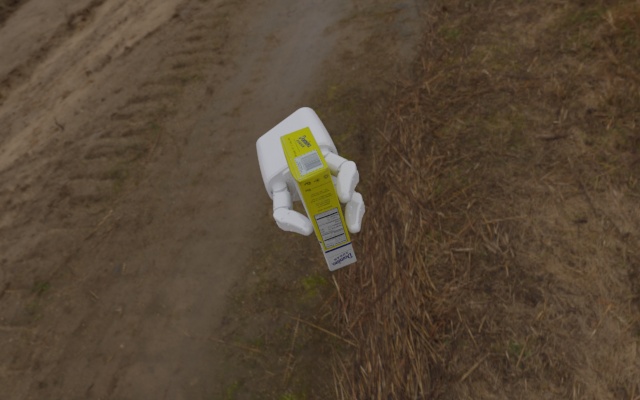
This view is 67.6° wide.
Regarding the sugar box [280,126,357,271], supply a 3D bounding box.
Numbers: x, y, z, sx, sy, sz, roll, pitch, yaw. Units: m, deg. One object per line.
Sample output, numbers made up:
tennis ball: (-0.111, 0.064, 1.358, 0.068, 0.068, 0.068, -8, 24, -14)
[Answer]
sugar box: (0.001, 0.002, 0.623, 0.048, 0.176, 0.093, -22, 44, 0)
